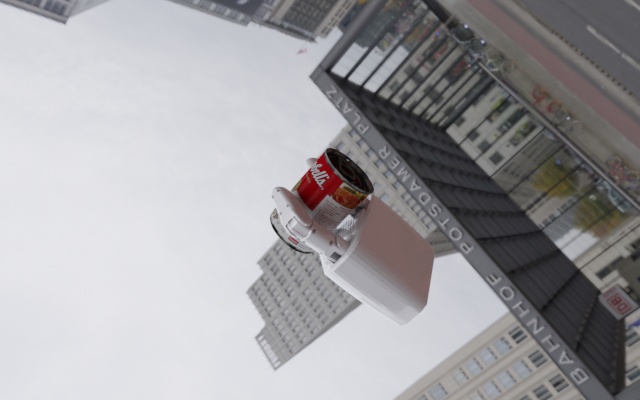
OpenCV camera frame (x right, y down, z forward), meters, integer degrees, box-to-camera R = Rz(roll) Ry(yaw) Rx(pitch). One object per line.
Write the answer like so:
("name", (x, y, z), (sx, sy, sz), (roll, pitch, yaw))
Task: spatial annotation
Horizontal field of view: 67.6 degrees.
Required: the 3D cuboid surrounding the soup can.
("soup can", (-0.001, 0.002, 0.527), (0.102, 0.068, 0.068), (-47, -22, 22))
